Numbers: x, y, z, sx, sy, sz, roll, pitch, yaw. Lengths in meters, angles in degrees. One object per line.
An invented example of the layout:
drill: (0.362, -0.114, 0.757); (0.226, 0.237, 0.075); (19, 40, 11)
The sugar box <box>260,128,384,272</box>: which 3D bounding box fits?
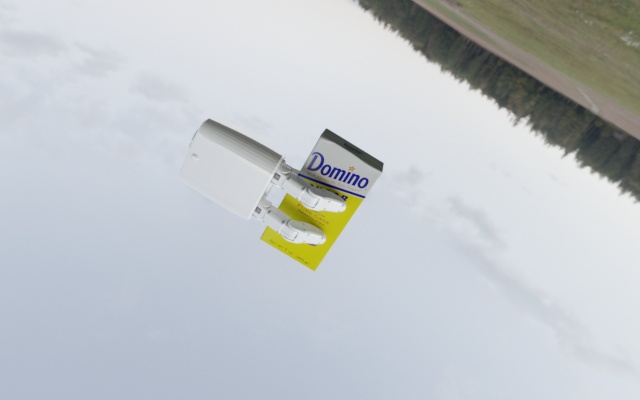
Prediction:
sugar box: (0.000, 0.002, 0.643); (0.093, 0.176, 0.048); (30, 26, -3)
